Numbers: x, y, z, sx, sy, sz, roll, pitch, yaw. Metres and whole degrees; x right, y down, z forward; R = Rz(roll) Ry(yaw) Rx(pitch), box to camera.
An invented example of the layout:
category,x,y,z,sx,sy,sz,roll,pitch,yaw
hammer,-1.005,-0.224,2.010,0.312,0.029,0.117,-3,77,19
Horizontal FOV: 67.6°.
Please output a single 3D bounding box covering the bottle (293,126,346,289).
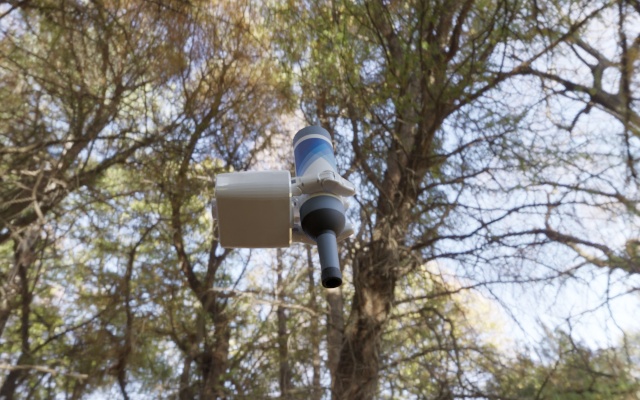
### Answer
category,x,y,z,sx,sy,sz,roll,pitch,yaw
bottle,0.000,0.002,0.719,0.069,0.295,0.069,-4,-44,-4
